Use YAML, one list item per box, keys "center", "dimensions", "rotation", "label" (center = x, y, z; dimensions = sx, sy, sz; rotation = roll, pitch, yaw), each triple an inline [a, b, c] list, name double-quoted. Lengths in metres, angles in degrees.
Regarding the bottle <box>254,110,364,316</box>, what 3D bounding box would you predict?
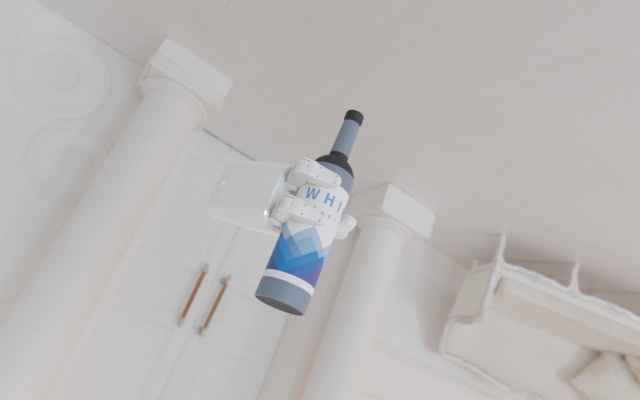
- center: [0.000, 0.002, 0.638]
  dimensions: [0.069, 0.295, 0.069]
  rotation: [18, -23, 8]
  label: "bottle"
